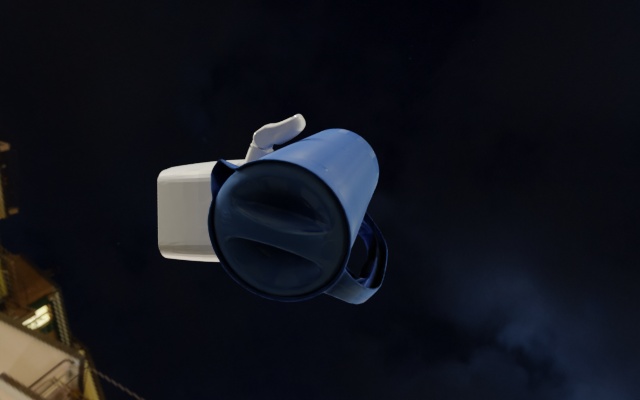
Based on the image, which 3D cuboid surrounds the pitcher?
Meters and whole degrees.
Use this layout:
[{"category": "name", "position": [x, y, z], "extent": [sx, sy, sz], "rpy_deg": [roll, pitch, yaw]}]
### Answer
[{"category": "pitcher", "position": [0.000, 0.002, 0.517], "extent": [0.145, 0.149, 0.242], "rpy_deg": [-2, 17, 17]}]
